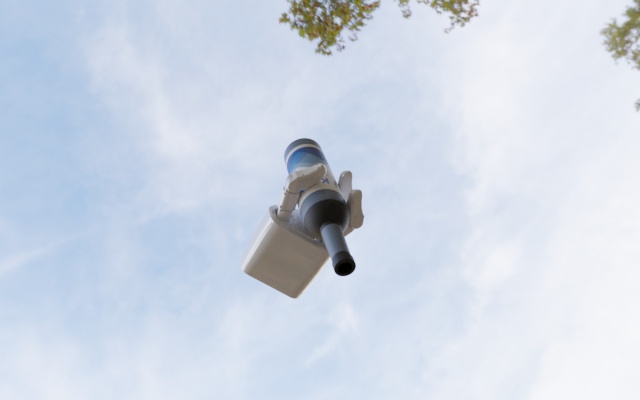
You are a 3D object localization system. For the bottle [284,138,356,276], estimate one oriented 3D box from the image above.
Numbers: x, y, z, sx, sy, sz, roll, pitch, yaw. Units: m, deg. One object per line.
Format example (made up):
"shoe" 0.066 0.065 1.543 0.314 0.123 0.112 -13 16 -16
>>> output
"bottle" 0.000 0.002 0.690 0.069 0.069 0.295 0 32 -14
